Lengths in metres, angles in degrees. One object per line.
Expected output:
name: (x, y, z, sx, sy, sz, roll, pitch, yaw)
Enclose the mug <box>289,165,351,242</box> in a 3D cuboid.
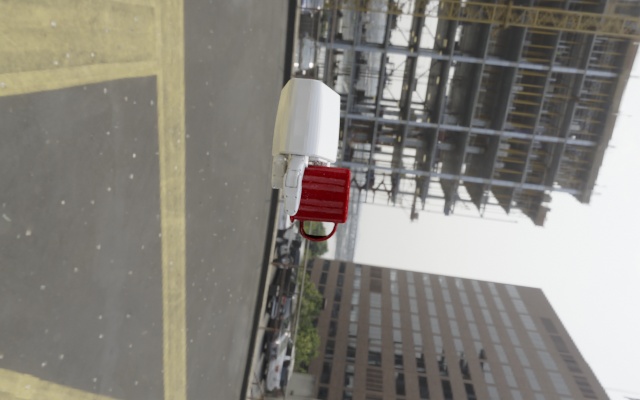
mug: (0.000, 0.004, 0.701, 0.081, 0.117, 0.093, 5, 1, 4)
